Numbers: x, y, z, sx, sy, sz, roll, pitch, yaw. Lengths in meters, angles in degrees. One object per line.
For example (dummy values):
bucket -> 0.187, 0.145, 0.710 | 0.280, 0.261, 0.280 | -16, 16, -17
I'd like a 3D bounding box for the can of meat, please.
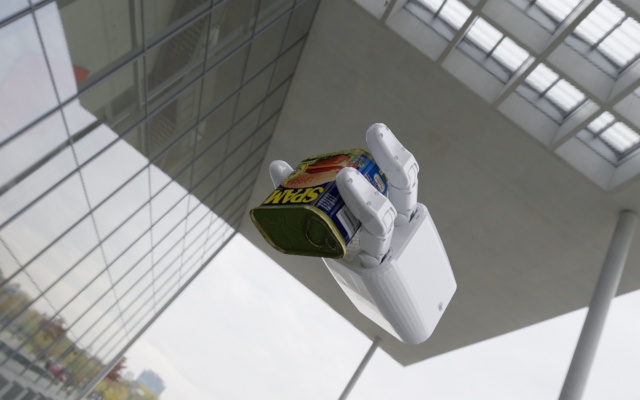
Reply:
can of meat -> 0.000, 0.001, 0.430 | 0.102, 0.057, 0.084 | -2, 39, 48
